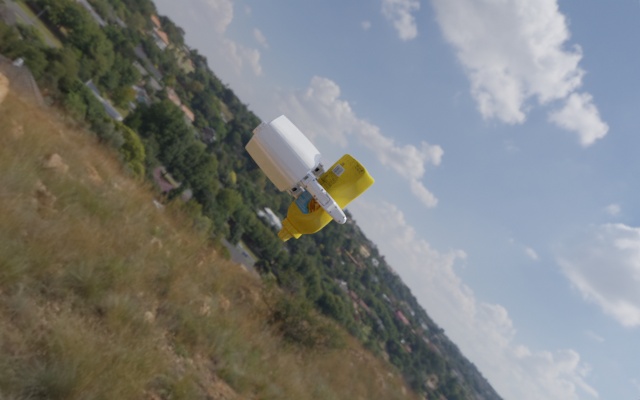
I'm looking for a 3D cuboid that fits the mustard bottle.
[{"bbox_3d":[0.001,0.003,0.848,0.058,0.191,0.096,48,1,-32],"label":"mustard bottle"}]
